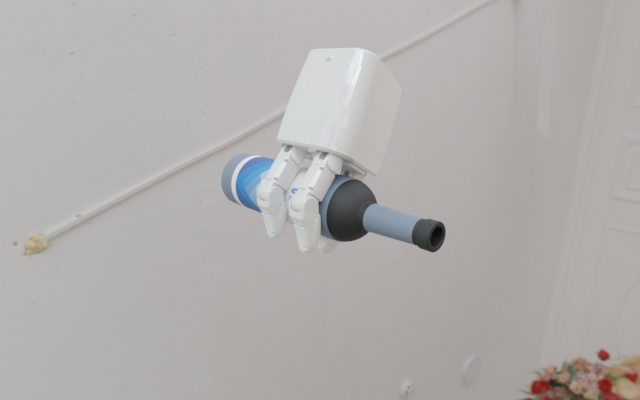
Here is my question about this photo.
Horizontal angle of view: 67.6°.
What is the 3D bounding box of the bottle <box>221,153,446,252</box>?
[{"bbox_3d":[0.000,0.002,0.511,0.069,0.069,0.295,0,12,-44],"label":"bottle"}]
